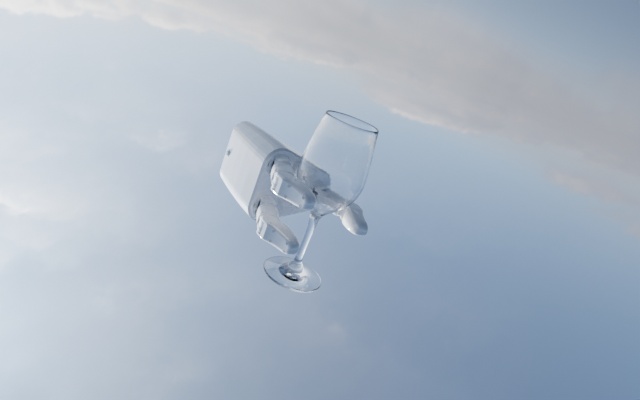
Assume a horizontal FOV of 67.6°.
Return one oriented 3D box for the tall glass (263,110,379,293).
[{"bbox_3d":[0.000,0.002,0.547,0.079,0.201,0.079,19,19,-7],"label":"tall glass"}]
